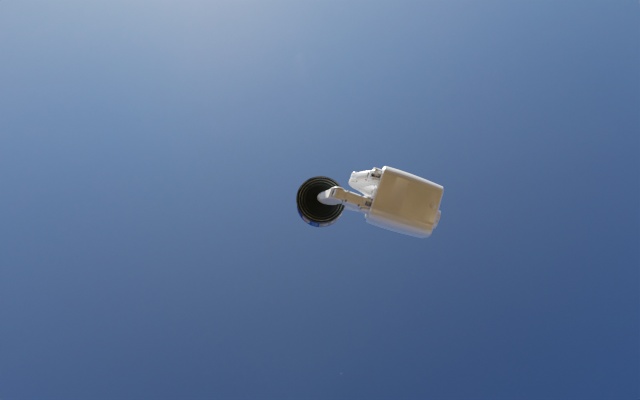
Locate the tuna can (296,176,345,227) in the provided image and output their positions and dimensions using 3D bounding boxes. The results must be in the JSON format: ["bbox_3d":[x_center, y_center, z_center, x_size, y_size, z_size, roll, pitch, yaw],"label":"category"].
[{"bbox_3d":[0.000,0.003,0.838,0.086,0.086,0.034,0,-18,-3],"label":"tuna can"}]
